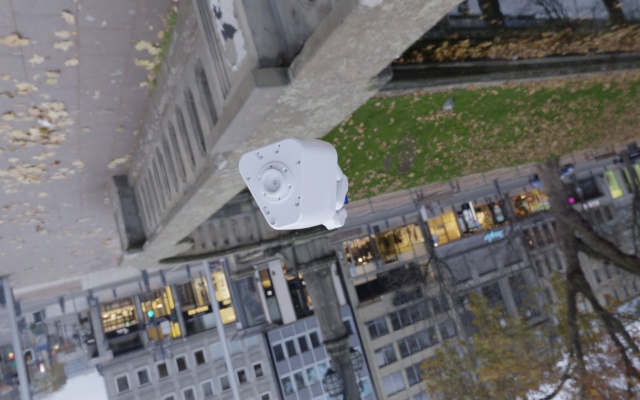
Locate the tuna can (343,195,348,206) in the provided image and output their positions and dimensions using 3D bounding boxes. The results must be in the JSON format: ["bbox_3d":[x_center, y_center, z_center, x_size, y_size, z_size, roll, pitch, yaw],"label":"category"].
[{"bbox_3d":[0.000,0.003,0.753,0.086,0.034,0.086,-18,-2,-1],"label":"tuna can"}]
